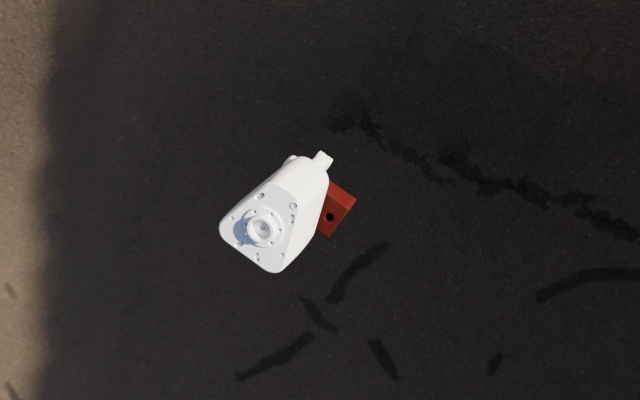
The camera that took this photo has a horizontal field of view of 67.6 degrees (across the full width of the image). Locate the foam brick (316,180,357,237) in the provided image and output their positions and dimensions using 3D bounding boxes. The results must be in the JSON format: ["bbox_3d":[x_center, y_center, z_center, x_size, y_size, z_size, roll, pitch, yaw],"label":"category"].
[{"bbox_3d":[0.000,0.002,0.652,0.078,0.053,0.051,35,24,2],"label":"foam brick"}]
